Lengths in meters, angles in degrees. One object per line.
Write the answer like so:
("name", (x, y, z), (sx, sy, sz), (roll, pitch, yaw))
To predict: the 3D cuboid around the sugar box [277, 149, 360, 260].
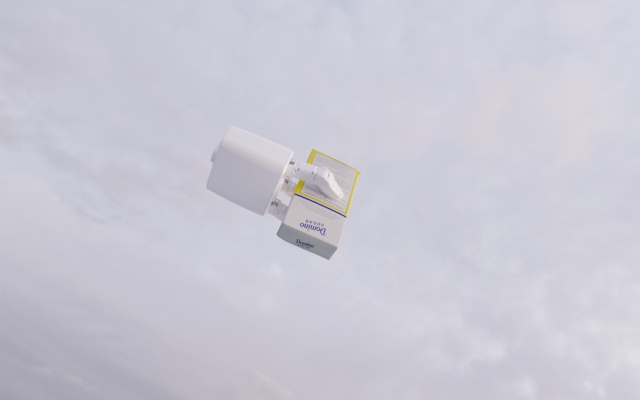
("sugar box", (0.000, 0.003, 0.768), (0.093, 0.176, 0.048), (25, -41, -5))
